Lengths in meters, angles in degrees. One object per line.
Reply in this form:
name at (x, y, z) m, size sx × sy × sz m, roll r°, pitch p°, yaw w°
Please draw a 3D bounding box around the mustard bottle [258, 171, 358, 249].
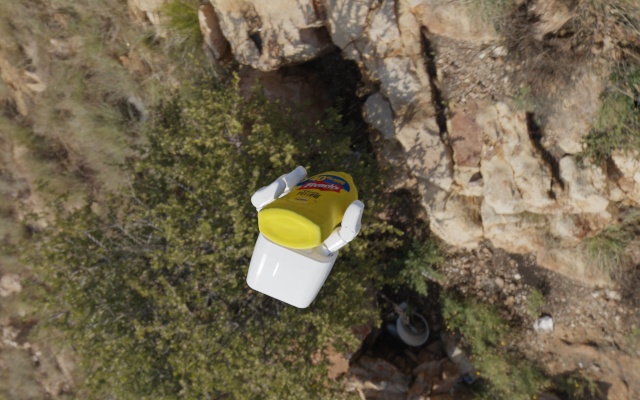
mustard bottle at (0.000, 0.002, 0.689) m, size 0.096 × 0.058 × 0.191 m, roll 9°, pitch 26°, yaw 26°
